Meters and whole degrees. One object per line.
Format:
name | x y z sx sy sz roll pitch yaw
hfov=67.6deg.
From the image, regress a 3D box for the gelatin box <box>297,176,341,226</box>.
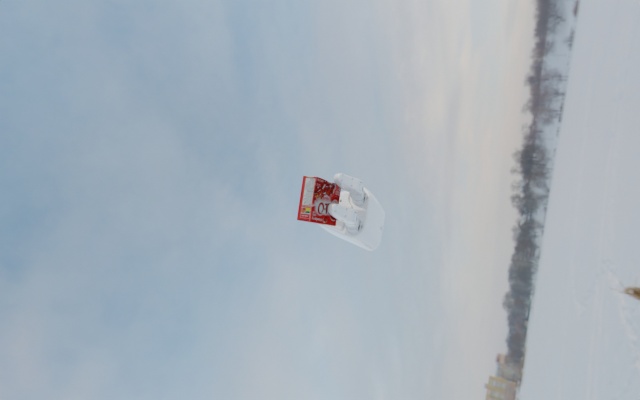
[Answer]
gelatin box | 0.000 0.002 0.793 0.030 0.073 0.089 6 -5 31
